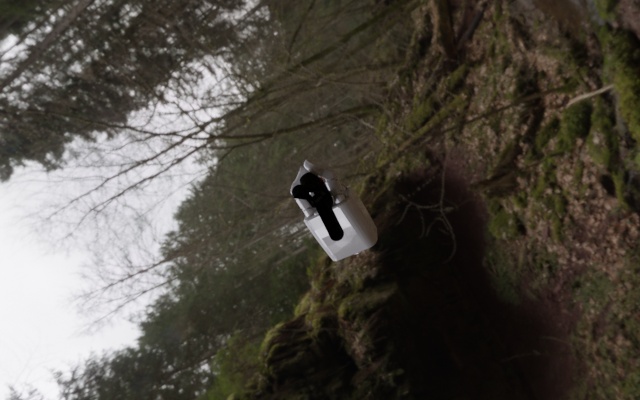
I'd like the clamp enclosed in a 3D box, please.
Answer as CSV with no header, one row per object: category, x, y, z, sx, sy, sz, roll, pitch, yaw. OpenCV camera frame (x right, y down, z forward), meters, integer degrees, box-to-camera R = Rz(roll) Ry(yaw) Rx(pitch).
clamp,0.000,0.003,0.848,0.039,0.120,0.171,-31,13,14
